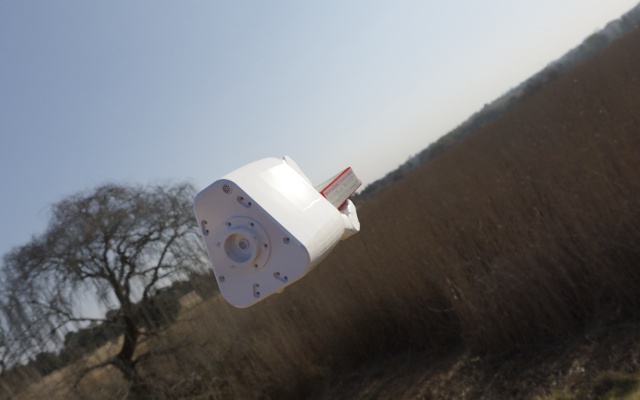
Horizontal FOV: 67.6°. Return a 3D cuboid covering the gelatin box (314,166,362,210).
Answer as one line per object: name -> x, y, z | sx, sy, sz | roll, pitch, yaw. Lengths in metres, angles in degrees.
gelatin box -> 0.000, 0.001, 0.557 | 0.073, 0.030, 0.089 | -31, 7, 34
